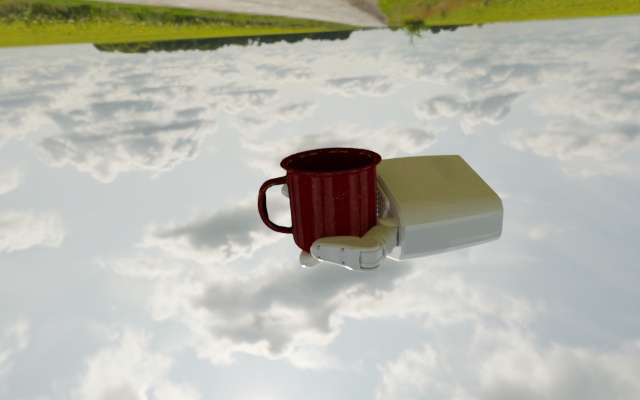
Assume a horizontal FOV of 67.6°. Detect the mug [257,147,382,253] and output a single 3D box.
[{"bbox_3d":[-0.001,0.002,0.446,0.117,0.081,0.093,-7,19,-10],"label":"mug"}]
